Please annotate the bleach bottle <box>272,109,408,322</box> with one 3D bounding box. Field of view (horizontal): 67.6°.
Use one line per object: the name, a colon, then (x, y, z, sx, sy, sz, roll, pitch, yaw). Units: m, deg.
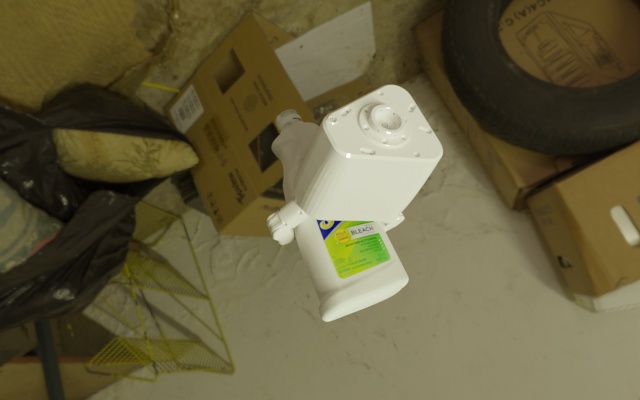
bleach bottle: (0.000, 0.002, 0.548, 0.102, 0.250, 0.068, -15, -24, -24)
